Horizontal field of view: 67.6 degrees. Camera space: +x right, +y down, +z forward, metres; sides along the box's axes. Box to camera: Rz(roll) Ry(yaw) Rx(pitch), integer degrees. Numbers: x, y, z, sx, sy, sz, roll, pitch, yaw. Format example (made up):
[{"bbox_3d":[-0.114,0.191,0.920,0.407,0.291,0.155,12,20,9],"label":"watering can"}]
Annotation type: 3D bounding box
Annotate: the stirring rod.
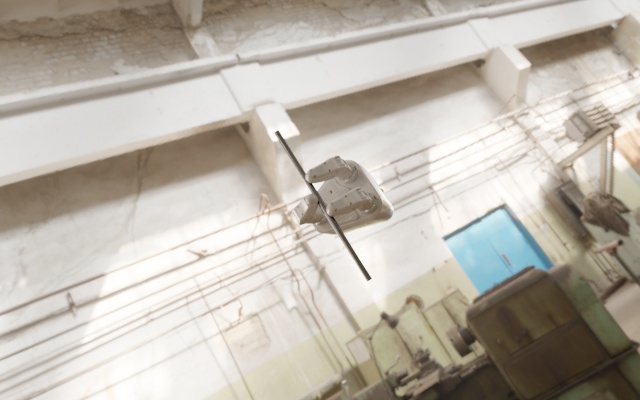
[{"bbox_3d":[0.000,0.002,0.631,0.011,0.239,0.011,-29,-17,-10],"label":"stirring rod"}]
